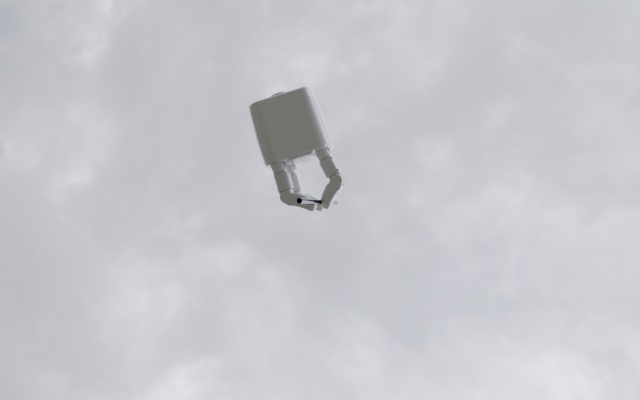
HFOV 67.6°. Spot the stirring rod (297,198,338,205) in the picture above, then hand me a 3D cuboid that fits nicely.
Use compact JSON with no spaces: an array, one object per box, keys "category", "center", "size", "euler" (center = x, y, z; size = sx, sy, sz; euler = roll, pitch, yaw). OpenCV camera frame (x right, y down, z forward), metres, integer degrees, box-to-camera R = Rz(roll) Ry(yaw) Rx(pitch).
[{"category":"stirring rod","center":[0.000,0.002,0.778],"size":[0.011,0.011,0.239],"euler":[0,-1,14]}]
